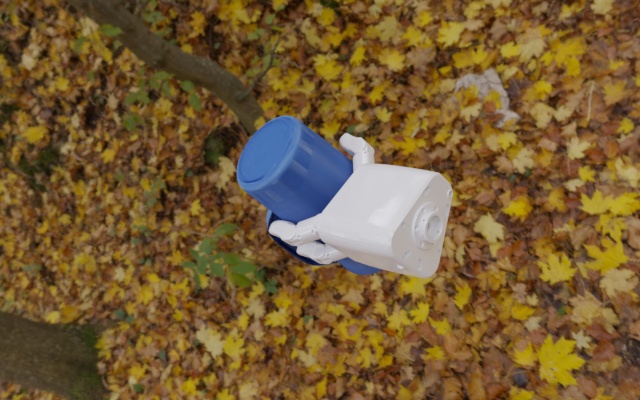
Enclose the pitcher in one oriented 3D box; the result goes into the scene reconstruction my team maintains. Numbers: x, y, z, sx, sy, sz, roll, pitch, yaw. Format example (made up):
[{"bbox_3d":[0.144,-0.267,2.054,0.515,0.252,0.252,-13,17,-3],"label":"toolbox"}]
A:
[{"bbox_3d":[0.000,0.002,0.647,0.145,0.149,0.243,12,-19,49],"label":"pitcher"}]
